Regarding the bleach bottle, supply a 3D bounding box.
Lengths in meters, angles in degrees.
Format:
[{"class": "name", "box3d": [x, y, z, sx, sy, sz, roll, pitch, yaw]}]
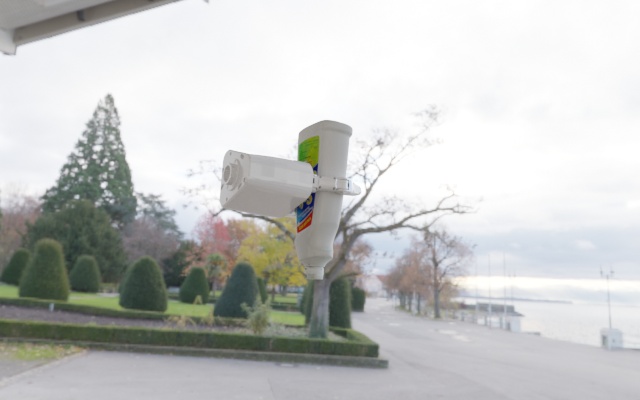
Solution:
[{"class": "bleach bottle", "box3d": [0.000, 0.003, 0.783, 0.068, 0.250, 0.102, 10, -12, -33]}]
